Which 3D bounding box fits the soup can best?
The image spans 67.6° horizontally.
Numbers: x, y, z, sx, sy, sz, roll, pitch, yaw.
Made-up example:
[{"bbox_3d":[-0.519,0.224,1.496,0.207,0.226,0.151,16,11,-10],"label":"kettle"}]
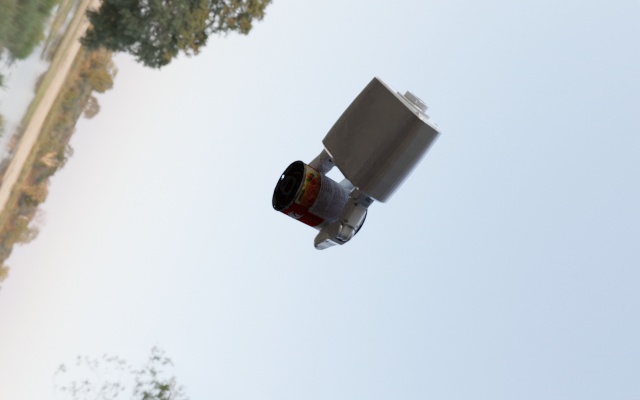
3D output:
[{"bbox_3d":[0.000,0.003,0.594,0.102,0.068,0.068,27,-14,-28],"label":"soup can"}]
